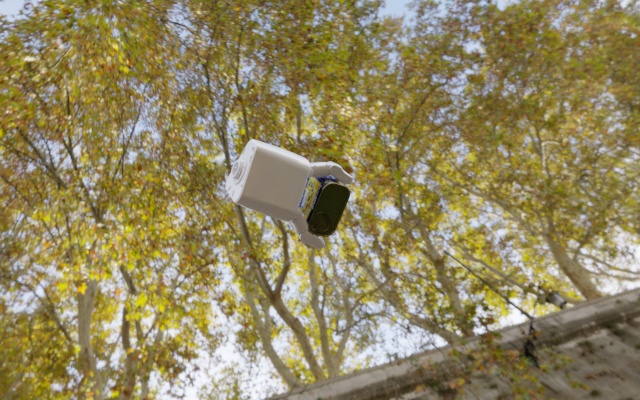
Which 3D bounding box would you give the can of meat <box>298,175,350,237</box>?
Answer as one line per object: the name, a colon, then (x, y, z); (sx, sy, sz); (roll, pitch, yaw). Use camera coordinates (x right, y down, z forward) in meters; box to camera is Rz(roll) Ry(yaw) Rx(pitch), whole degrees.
can of meat: (0.000, 0.003, 0.880); (0.057, 0.102, 0.084); (15, 15, -29)
